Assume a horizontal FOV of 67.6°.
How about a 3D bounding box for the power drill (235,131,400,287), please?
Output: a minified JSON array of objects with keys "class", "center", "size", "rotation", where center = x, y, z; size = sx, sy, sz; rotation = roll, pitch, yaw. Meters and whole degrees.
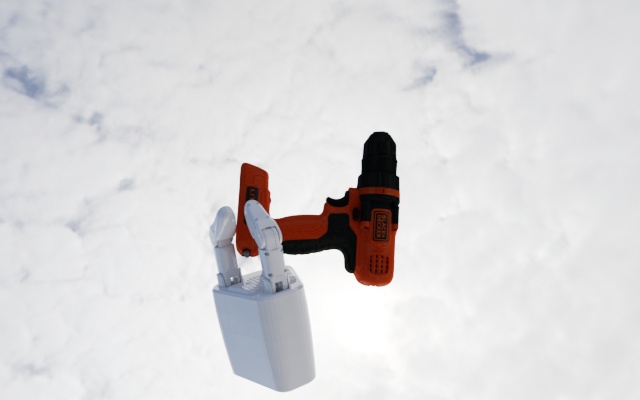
[{"class":"power drill","center":[0.000,0.002,0.550],"size":[0.187,0.184,0.057],"rotation":[5,-13,-5]}]
